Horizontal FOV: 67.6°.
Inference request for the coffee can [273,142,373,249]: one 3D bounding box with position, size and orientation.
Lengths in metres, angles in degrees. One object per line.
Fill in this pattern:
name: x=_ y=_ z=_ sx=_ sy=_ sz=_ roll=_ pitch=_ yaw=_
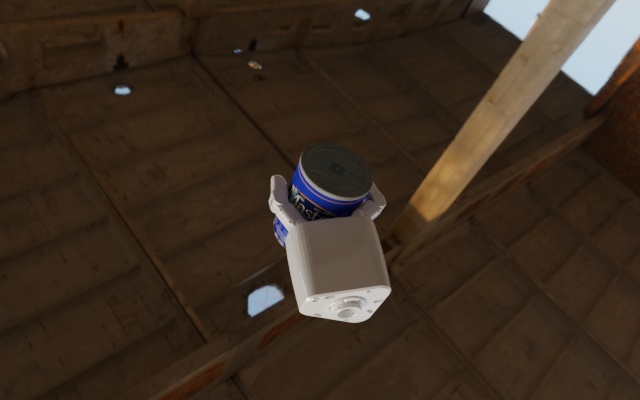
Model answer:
coffee can: x=0.000 y=0.002 z=0.679 sx=0.103 sy=0.102 sz=0.140 roll=0 pitch=-40 yaw=-25
